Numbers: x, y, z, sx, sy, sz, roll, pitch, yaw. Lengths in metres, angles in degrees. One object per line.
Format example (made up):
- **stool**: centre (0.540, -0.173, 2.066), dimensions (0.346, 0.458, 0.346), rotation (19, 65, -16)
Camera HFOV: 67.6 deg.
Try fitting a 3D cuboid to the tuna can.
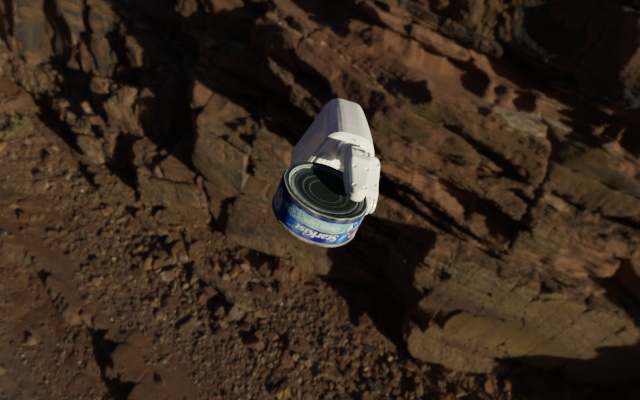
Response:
- **tuna can**: centre (0.000, 0.001, 0.447), dimensions (0.086, 0.034, 0.086), rotation (17, 36, -12)
